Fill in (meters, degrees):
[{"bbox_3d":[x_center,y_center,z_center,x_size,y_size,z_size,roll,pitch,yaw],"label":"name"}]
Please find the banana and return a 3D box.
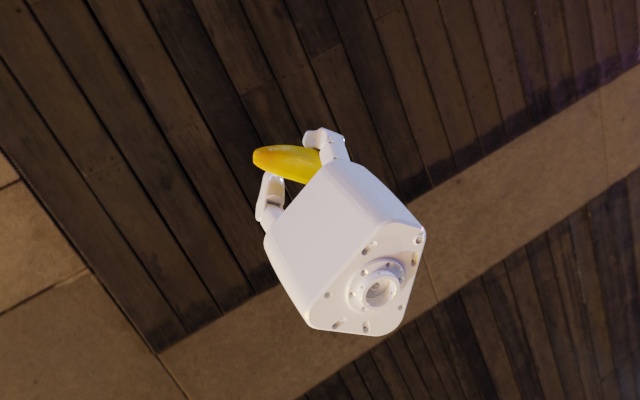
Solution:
[{"bbox_3d":[0.016,-0.008,0.503,0.198,0.069,0.037,42,14,-39],"label":"banana"}]
